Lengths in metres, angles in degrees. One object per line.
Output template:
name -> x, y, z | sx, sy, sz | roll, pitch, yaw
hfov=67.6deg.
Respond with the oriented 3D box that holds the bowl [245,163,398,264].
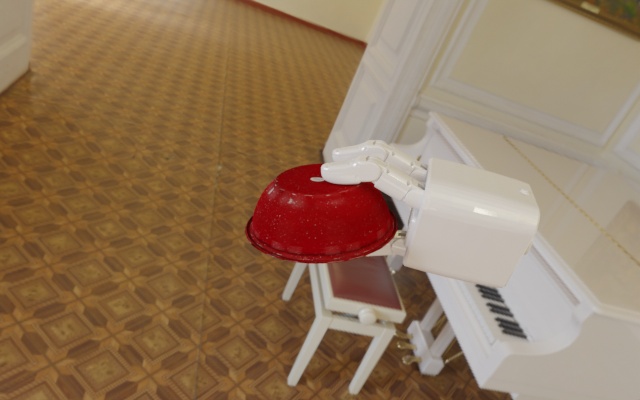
bowl -> -0.001, 0.001, 0.498 | 0.162, 0.055, 0.162 | -2, 24, 1
